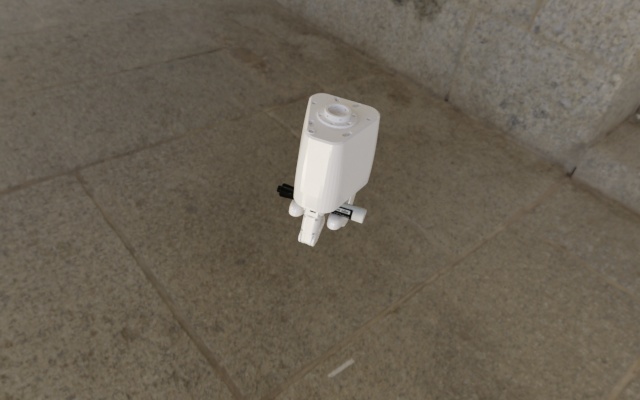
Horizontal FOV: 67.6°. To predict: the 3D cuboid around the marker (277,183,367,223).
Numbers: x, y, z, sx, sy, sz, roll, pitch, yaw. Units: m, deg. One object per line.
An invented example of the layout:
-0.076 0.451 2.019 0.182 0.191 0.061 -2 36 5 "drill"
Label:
0.000 0.002 0.625 0.121 0.020 0.020 18 3 10 "marker"
